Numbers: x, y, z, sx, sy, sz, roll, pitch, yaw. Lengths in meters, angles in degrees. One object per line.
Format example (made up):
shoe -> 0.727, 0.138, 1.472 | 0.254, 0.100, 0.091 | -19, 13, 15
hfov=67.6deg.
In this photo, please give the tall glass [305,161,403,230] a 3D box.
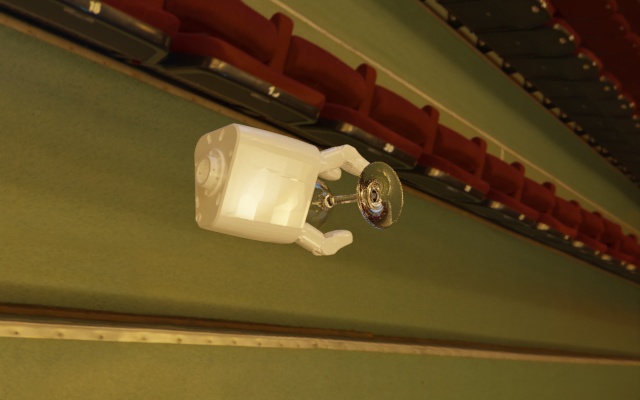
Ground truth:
tall glass -> 0.001, 0.002, 0.595 | 0.079, 0.079, 0.201 | 0, -5, -42
